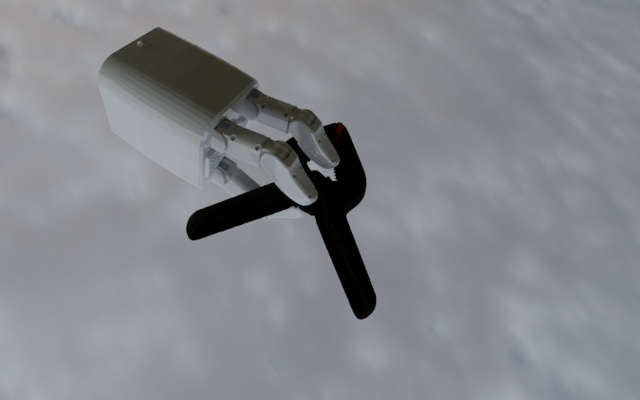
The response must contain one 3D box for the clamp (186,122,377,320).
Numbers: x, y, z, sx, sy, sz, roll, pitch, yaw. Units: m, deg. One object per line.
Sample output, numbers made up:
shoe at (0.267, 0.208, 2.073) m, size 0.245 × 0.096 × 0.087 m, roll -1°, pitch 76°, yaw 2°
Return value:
clamp at (0.000, 0.001, 0.443) m, size 0.164 × 0.210 × 0.036 m, roll 32°, pitch -45°, yaw -1°
